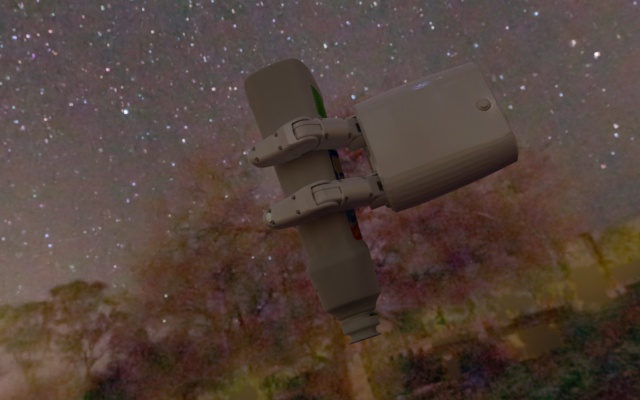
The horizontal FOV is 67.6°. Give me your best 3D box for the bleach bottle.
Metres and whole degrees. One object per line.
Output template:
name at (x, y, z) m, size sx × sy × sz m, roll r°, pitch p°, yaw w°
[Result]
bleach bottle at (0.000, 0.001, 0.432) m, size 0.068 × 0.250 × 0.102 m, roll -21°, pitch -19°, yaw 7°
